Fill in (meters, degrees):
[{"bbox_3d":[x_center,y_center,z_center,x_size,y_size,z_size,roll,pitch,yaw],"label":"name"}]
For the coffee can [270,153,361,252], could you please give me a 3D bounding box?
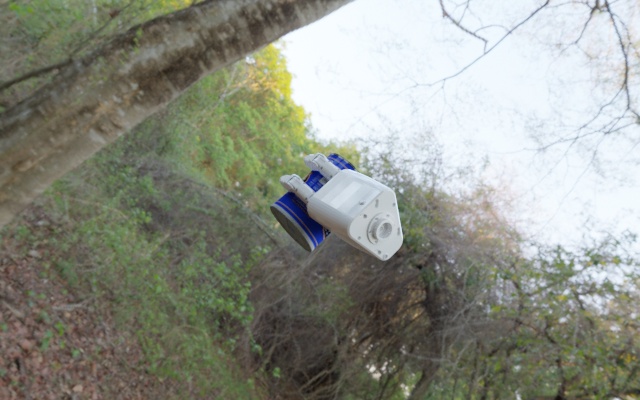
[{"bbox_3d":[0.000,0.003,0.809,0.140,0.103,0.103,-42,12,-14],"label":"coffee can"}]
